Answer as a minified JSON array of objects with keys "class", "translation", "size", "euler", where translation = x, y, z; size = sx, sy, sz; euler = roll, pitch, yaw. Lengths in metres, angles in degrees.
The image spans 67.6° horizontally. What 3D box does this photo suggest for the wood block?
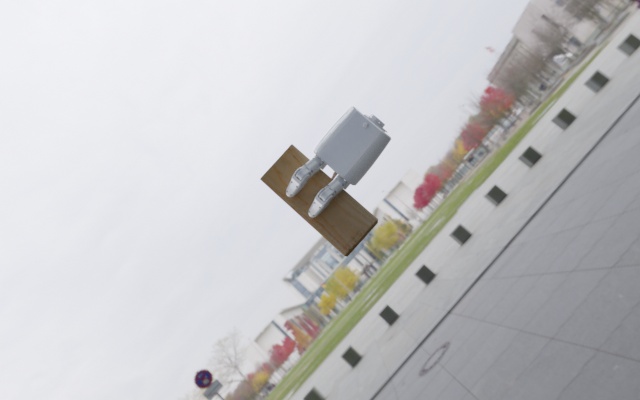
[{"class":"wood block","translation":[0.000,0.003,0.886],"size":[0.206,0.090,0.091],"euler":[42,0,10]}]
